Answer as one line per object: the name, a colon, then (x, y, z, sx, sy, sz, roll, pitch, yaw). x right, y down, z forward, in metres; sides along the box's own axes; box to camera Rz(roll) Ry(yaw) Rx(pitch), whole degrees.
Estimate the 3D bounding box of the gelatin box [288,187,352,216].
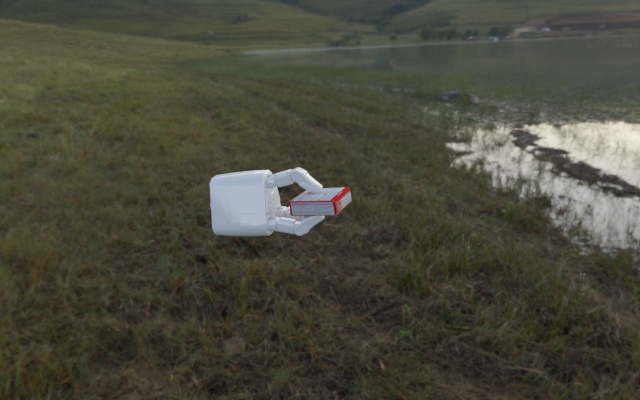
gelatin box: (0.000, 0.002, 0.829, 0.089, 0.030, 0.073, -2, 18, 27)
